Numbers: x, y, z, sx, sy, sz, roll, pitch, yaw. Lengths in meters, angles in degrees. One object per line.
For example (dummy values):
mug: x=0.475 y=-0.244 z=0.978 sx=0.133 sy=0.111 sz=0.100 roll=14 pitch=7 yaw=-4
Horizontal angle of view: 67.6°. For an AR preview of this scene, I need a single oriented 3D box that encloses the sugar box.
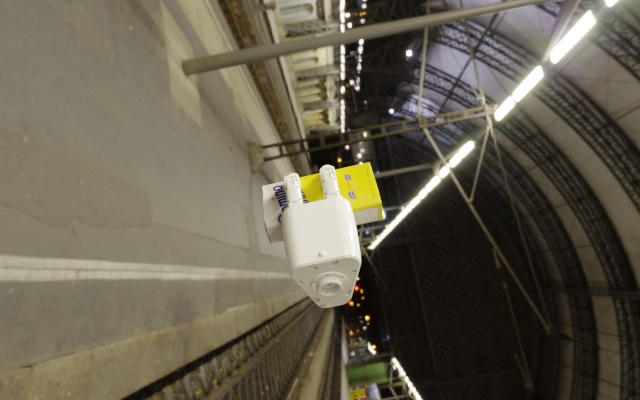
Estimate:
sugar box: x=0.000 y=0.002 z=0.735 sx=0.176 sy=0.093 sz=0.048 roll=-11 pitch=-44 yaw=0
